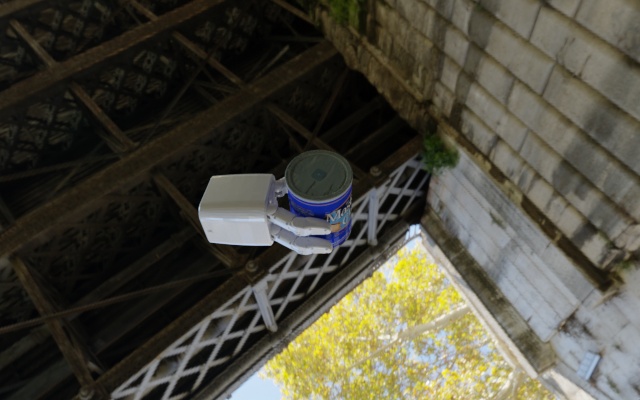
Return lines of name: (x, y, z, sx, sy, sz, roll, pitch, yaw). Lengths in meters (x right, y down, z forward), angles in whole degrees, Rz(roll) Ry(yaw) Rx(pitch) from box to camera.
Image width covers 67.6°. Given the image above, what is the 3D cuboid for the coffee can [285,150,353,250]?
coffee can: (0.000, 0.002, 0.773, 0.103, 0.102, 0.140, 0, -38, 3)
